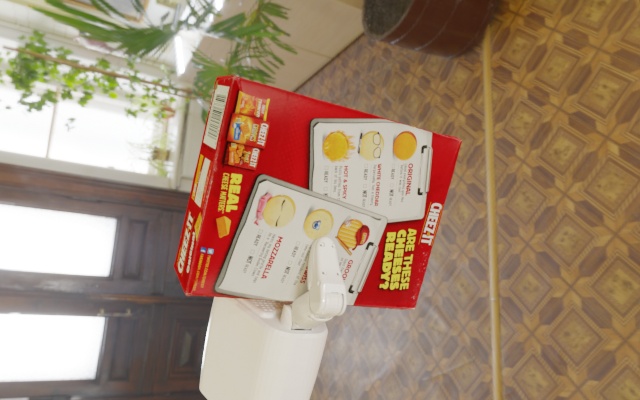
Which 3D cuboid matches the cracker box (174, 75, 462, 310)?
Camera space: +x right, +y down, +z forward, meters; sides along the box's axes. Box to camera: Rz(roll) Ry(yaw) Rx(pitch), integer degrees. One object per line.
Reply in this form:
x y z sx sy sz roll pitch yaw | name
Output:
0.000 0.001 0.410 0.214 0.164 0.072 10 9 -28 | cracker box
